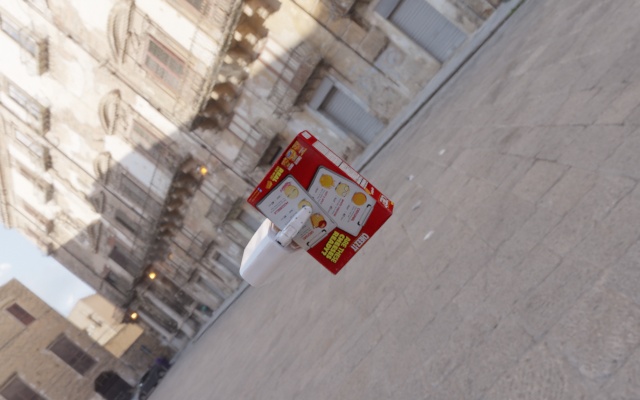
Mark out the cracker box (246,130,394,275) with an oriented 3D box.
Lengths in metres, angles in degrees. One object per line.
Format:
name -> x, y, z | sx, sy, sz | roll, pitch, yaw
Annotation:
cracker box -> 0.000, 0.003, 0.865 | 0.214, 0.164, 0.072 | 40, 22, -2
